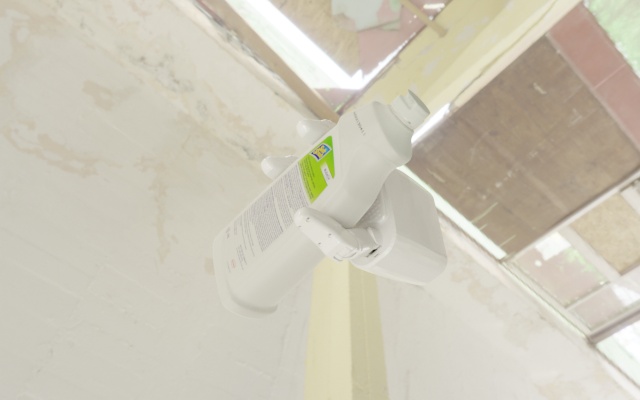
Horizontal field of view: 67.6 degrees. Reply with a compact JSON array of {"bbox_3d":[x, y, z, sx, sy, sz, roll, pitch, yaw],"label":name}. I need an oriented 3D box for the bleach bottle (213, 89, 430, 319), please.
[{"bbox_3d":[0.000,0.001,0.442,0.068,0.102,0.251,25,-57,-41],"label":"bleach bottle"}]
